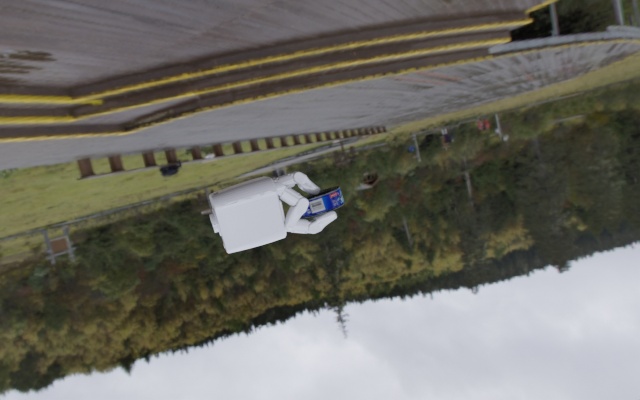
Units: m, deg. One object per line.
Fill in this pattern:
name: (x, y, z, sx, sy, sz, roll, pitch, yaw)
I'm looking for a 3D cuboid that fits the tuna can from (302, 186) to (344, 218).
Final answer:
tuna can: (0.000, 0.003, 0.884, 0.086, 0.034, 0.086, -18, 6, 2)
